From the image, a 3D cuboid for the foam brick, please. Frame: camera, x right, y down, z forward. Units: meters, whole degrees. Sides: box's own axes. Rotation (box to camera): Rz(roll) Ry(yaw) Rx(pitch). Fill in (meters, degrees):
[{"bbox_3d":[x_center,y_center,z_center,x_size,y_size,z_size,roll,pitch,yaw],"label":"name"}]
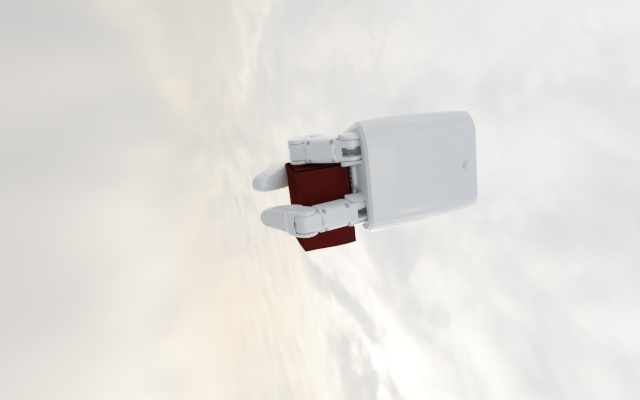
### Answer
[{"bbox_3d":[0.000,0.002,0.451,0.051,0.078,0.053,-10,16,-11],"label":"foam brick"}]
